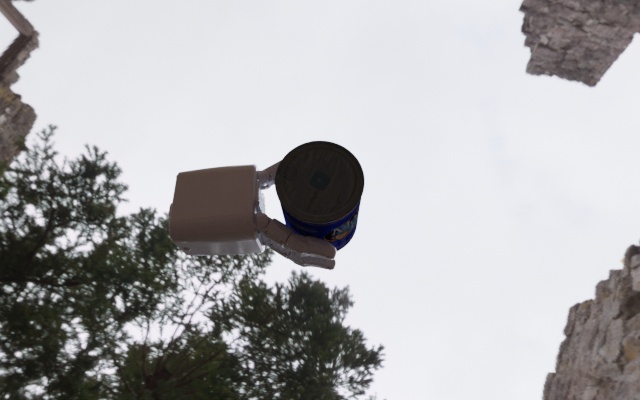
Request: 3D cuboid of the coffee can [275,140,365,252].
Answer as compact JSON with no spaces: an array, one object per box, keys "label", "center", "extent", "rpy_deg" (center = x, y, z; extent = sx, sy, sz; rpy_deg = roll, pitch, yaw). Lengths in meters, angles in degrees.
[{"label":"coffee can","center":[0.000,0.002,0.606],"extent":[0.103,0.102,0.140],"rpy_deg":[0,-21,1]}]
